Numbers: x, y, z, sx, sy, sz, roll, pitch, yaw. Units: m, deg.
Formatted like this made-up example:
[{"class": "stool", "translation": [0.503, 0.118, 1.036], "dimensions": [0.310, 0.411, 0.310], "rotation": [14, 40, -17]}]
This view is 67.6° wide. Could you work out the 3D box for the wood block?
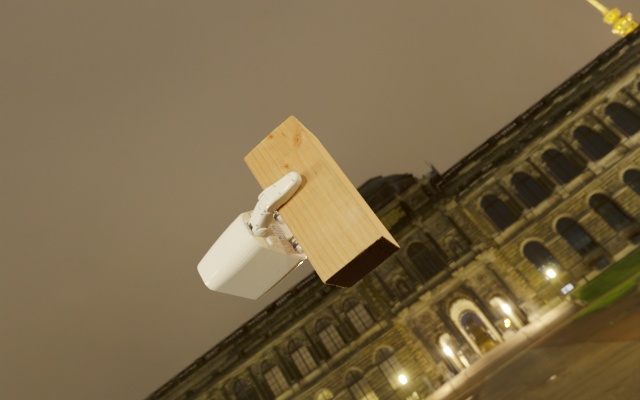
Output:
[{"class": "wood block", "translation": [0.000, 0.002, 0.624], "dimensions": [0.090, 0.206, 0.091], "rotation": [-40, -25, 10]}]
